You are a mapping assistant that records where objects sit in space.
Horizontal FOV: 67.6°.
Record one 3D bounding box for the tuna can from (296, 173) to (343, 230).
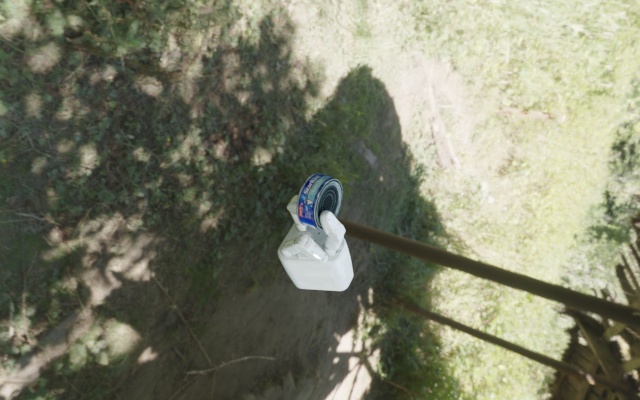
[{"bbox_3d":[0.001,0.003,0.749,0.033,0.086,0.086,16,8,30],"label":"tuna can"}]
